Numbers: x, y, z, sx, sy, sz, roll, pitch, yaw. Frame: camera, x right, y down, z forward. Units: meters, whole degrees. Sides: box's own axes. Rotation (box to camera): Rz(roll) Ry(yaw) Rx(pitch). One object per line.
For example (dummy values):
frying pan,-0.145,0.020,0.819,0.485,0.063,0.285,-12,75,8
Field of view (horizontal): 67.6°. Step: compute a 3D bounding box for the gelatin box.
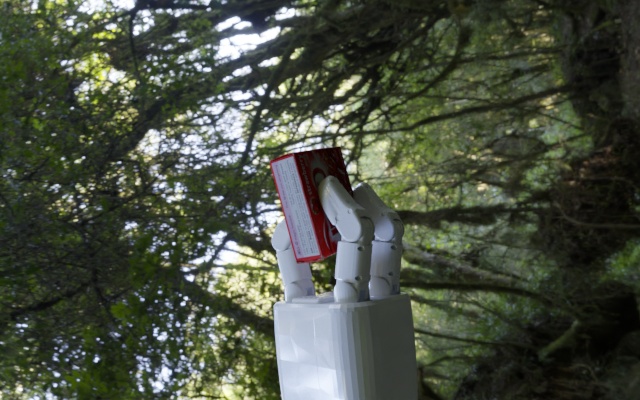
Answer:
gelatin box,0.000,0.001,0.406,0.030,0.089,0.073,-15,1,34
